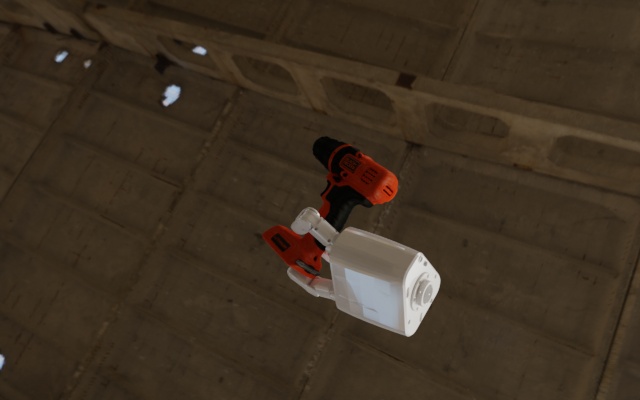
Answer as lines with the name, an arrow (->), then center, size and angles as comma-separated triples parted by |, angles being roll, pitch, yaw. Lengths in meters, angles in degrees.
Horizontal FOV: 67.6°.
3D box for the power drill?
power drill -> 0.000, 0.003, 0.685 | 0.057, 0.187, 0.184 | 36, 2, -38
